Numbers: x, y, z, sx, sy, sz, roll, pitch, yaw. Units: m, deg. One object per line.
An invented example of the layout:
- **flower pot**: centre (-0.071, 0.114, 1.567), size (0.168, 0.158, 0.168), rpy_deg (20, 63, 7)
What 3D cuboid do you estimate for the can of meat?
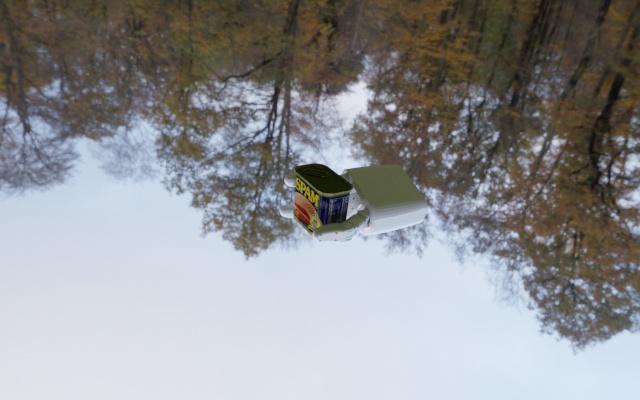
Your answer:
- **can of meat**: centre (0.000, 0.003, 0.721), size (0.057, 0.084, 0.102), rpy_deg (-11, 32, -29)
